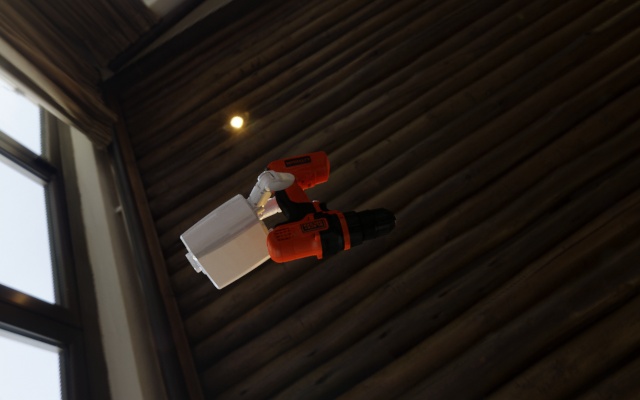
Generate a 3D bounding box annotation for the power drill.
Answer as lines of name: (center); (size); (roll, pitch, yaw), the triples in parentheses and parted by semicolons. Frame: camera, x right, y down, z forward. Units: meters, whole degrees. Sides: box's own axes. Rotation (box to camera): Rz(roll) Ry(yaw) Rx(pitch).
power drill: (0.000, 0.002, 0.712); (0.184, 0.057, 0.187); (-12, 41, -9)
